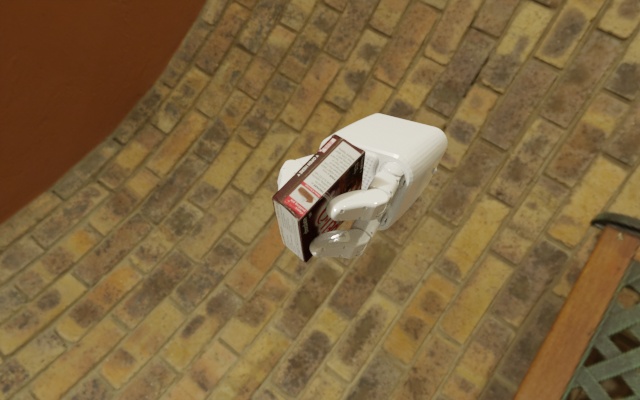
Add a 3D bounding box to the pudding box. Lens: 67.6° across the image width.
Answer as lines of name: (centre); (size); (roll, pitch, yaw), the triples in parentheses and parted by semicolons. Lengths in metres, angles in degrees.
pudding box: (0.000, 0.001, 0.461); (0.039, 0.090, 0.114); (36, -20, 19)
